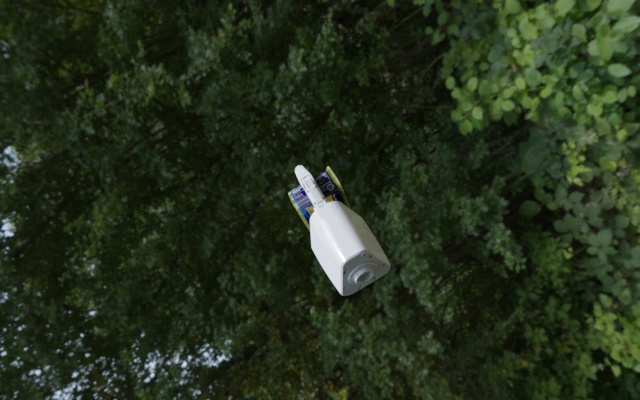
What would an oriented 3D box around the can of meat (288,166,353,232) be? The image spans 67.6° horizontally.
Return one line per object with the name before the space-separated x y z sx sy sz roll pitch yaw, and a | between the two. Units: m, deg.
can of meat | 0.000 0.003 0.822 0.084 0.057 0.102 -31 -34 -2
